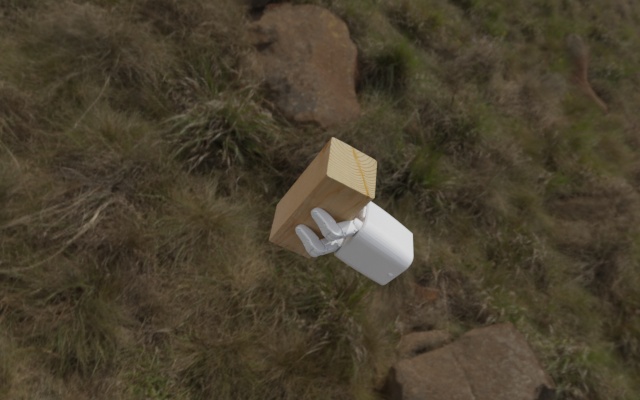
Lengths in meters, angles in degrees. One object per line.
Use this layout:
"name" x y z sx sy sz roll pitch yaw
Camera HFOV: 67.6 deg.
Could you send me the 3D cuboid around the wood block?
"wood block" 0.001 0.003 0.821 0.090 0.090 0.206 26 -44 -17
